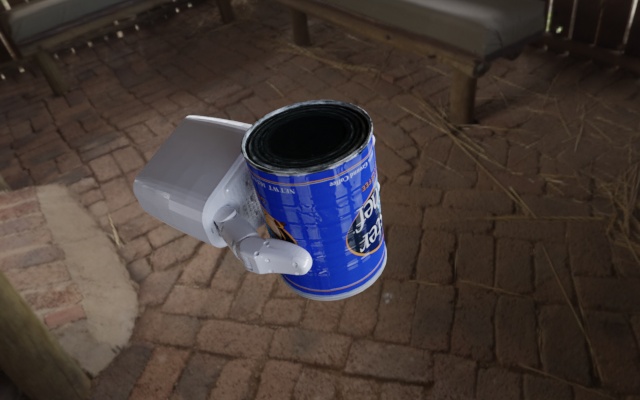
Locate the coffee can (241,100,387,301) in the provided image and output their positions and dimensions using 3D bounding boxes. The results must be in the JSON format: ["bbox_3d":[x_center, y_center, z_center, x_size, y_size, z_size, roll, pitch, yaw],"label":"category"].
[{"bbox_3d":[0.000,0.002,0.407,0.103,0.140,0.102,-7,39,6],"label":"coffee can"}]
